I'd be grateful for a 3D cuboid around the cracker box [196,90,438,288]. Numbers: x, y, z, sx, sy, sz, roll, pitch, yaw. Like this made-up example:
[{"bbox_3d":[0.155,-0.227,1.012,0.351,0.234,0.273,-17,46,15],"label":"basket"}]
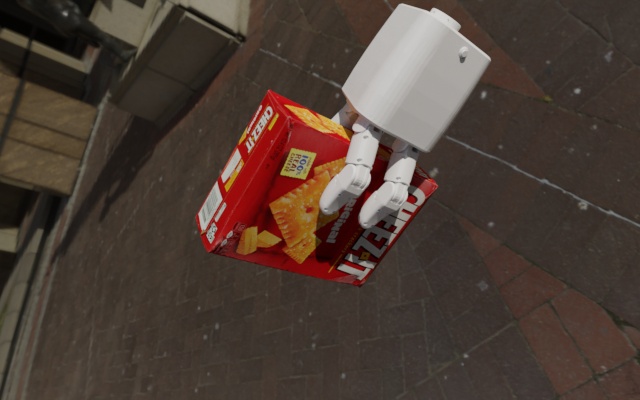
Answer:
[{"bbox_3d":[0.000,0.002,0.520,0.214,0.164,0.072,20,25,-35],"label":"cracker box"}]
